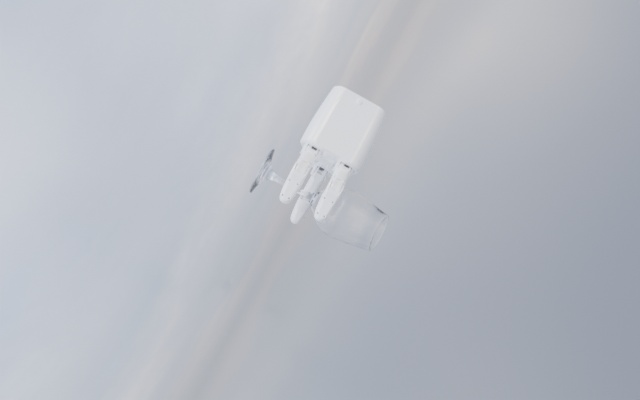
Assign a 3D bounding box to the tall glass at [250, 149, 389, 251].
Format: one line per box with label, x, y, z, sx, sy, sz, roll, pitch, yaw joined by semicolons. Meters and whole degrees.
tall glass;-0.001;0.002;0.715;0.201;0.079;0.079;29;-1;-2
